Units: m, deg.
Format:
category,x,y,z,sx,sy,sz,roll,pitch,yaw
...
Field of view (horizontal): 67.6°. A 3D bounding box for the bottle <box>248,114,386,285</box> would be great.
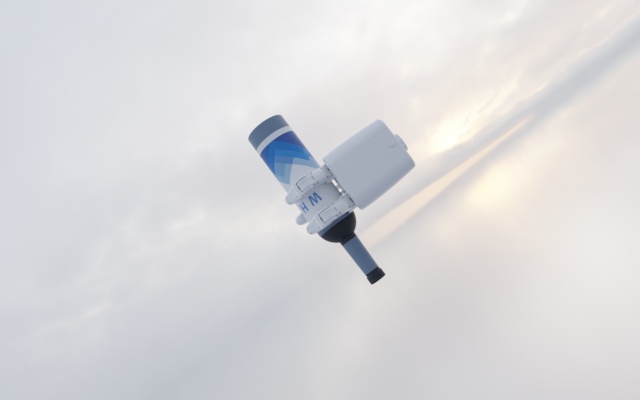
category,x,y,z,sx,sy,sz,roll,pitch,yaw
bottle,0.000,0.002,0.735,0.069,0.295,0.069,-36,-7,-5
